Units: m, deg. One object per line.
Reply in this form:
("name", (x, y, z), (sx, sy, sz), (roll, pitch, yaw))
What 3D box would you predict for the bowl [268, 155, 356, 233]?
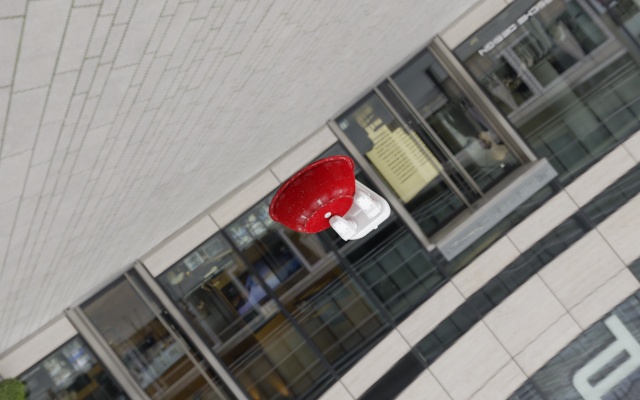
("bowl", (0.000, 0.003, 0.761), (0.162, 0.055, 0.162), (-28, -24, -14))
